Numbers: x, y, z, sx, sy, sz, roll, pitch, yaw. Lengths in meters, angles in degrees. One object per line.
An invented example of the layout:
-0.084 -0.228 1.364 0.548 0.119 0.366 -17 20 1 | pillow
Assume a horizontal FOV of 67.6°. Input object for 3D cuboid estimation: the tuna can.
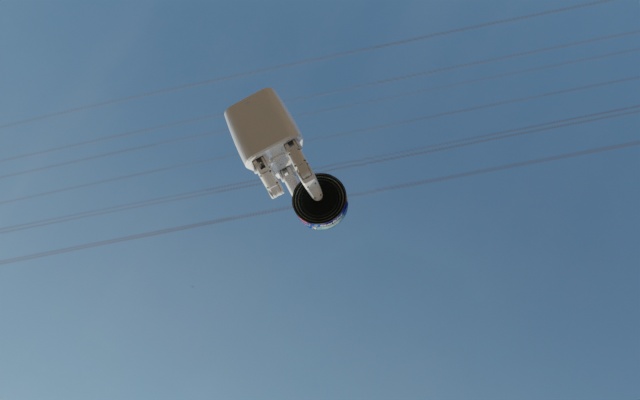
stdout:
0.000 0.003 0.750 0.086 0.086 0.034 0 -23 10 | tuna can
